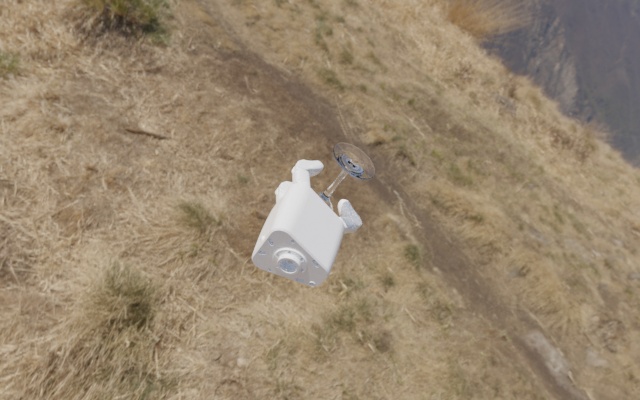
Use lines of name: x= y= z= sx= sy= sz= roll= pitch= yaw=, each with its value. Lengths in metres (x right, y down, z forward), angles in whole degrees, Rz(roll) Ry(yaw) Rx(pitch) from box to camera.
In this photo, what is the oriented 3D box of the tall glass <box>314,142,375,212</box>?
tall glass: x=0.001 y=0.002 z=0.768 sx=0.079 sy=0.079 sz=0.201 roll=0 pitch=-38 yaw=-40
